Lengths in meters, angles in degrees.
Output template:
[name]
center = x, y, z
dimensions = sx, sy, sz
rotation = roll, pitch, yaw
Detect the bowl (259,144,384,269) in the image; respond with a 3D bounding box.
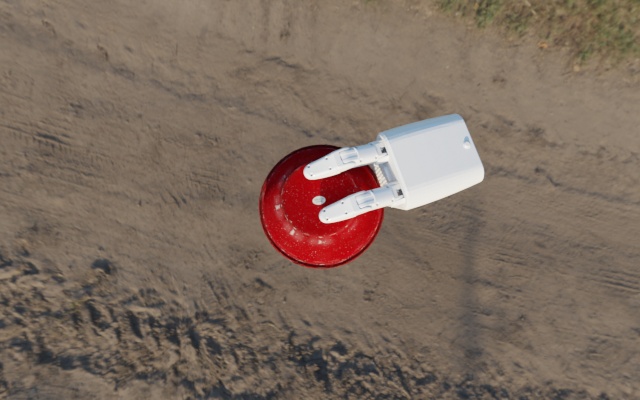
[bowl]
center = -0.001, 0.003, 0.587
dimensions = 0.162, 0.162, 0.055
rotation = 0, -9, 2
